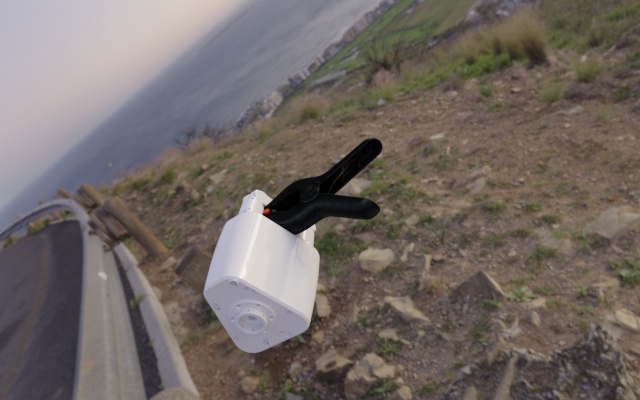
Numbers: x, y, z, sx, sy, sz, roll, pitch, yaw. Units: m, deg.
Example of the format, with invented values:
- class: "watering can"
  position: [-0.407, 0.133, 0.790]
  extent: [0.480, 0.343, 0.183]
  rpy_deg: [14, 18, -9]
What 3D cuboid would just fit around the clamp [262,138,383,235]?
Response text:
- class: "clamp"
  position: [0.000, 0.001, 0.546]
  extent: [0.171, 0.039, 0.120]
  rpy_deg: [-30, 28, 22]
